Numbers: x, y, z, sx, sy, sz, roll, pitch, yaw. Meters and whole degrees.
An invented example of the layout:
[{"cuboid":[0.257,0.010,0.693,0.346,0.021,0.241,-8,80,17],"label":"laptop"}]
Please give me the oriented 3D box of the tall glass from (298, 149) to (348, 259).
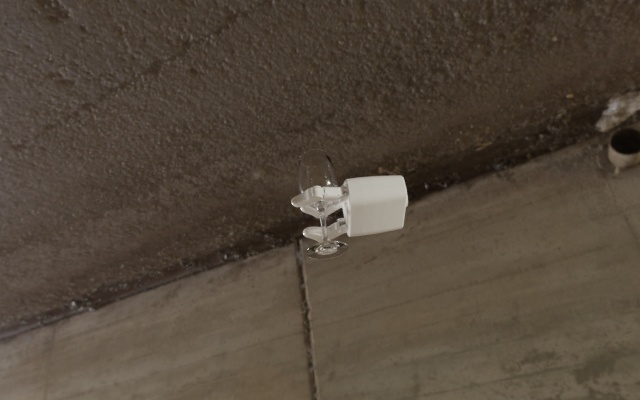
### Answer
[{"cuboid":[0.000,0.003,0.890,0.079,0.201,0.079,-6,-29,-4],"label":"tall glass"}]
